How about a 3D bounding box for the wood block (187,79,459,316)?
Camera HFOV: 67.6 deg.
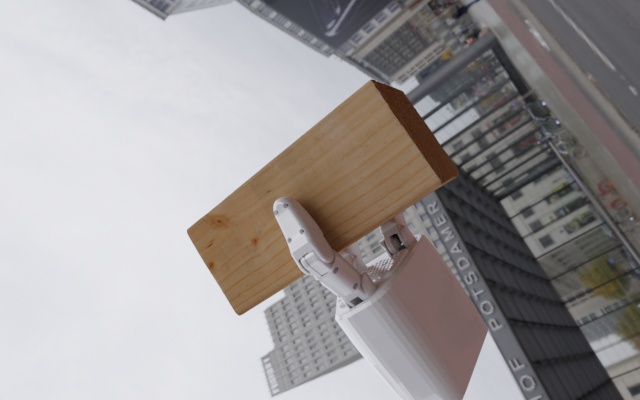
[{"bbox_3d":[0.000,0.002,0.406,0.206,0.090,0.091,-36,-8,23],"label":"wood block"}]
